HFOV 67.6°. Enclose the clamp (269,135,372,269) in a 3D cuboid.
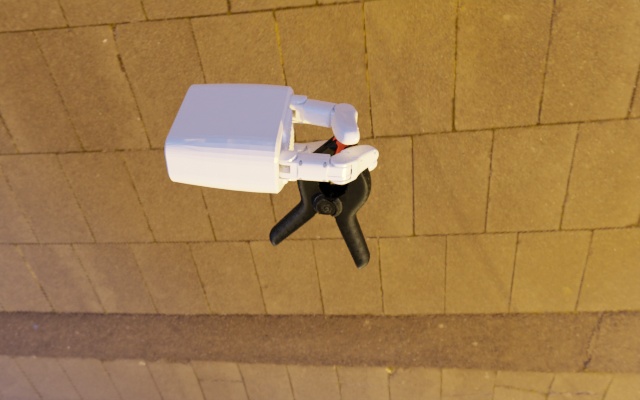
[{"bbox_3d":[0.000,0.002,0.523,0.120,0.172,0.039,4,34,4],"label":"clamp"}]
